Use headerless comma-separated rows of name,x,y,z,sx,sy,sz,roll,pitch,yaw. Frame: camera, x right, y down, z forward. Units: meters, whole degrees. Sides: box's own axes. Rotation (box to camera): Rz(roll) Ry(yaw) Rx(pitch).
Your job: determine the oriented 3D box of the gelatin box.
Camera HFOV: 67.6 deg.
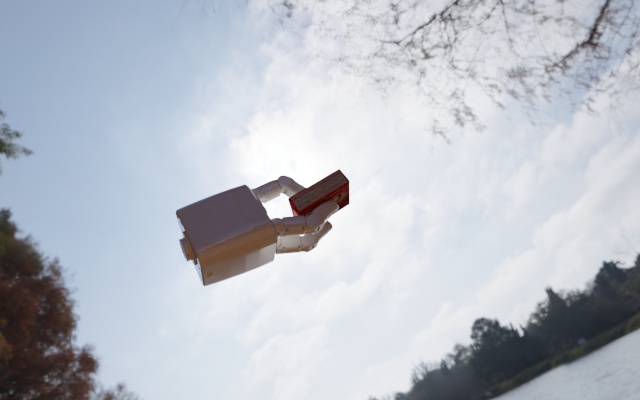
gelatin box,0.000,0.002,0.695,0.089,0.030,0.073,-31,-24,-11
